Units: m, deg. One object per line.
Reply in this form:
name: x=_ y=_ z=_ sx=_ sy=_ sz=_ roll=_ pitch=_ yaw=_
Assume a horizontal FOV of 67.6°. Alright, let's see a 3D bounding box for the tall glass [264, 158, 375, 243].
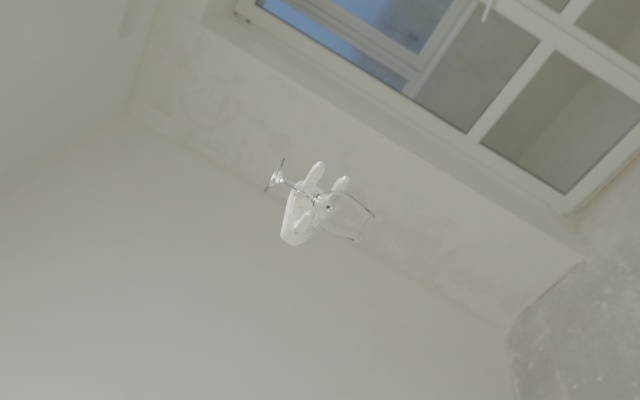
tall glass: x=0.000 y=0.003 z=0.889 sx=0.201 sy=0.079 sz=0.079 roll=30 pitch=-2 yaw=-4
